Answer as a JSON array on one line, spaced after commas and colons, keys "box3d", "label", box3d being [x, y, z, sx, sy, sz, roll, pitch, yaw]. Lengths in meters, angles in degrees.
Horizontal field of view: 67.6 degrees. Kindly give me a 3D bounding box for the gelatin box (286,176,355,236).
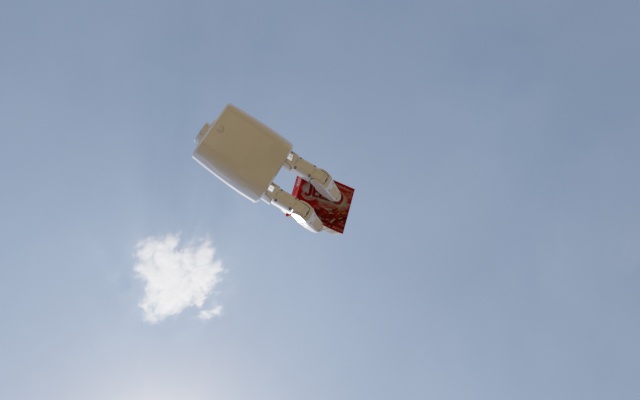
[{"box3d": [0.000, 0.003, 0.703, 0.089, 0.073, 0.030, 23, -19, -22], "label": "gelatin box"}]
